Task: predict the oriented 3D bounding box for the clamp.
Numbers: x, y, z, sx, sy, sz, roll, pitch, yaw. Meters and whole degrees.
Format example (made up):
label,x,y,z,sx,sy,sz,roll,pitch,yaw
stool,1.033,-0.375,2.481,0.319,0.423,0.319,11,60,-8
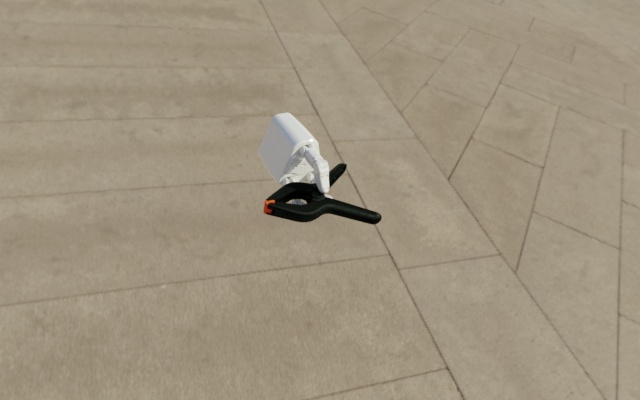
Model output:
label,x,y,z,sx,sy,sz,roll,pitch,yaw
clamp,0.000,0.002,0.883,0.210,0.036,0.164,-15,48,-28
